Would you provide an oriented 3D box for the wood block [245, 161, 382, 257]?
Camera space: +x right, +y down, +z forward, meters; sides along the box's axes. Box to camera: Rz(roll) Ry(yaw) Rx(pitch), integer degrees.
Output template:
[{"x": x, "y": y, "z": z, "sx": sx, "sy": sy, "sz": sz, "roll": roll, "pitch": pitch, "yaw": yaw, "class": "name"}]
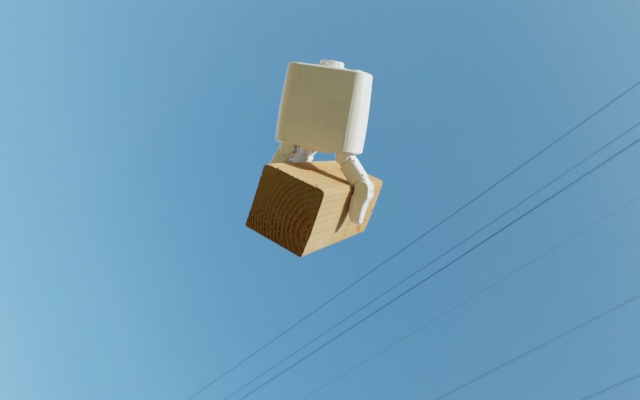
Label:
[{"x": 0.001, "y": 0.002, "z": 0.669, "sx": 0.091, "sy": 0.090, "sz": 0.206, "roll": 26, "pitch": 17, "yaw": 22, "class": "wood block"}]
